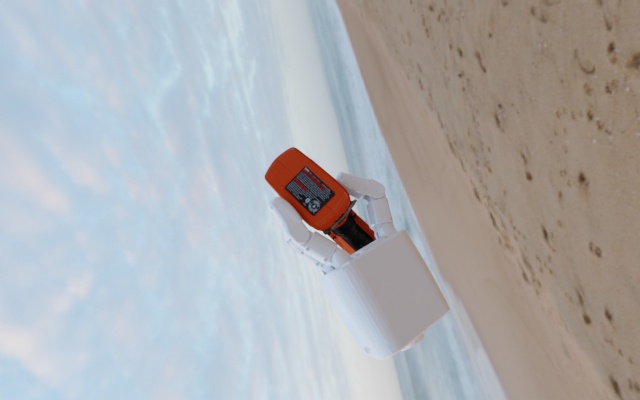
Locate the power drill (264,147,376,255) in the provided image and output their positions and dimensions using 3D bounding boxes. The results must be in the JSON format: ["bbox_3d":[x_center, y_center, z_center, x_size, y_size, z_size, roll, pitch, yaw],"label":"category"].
[{"bbox_3d":[0.000,0.002,0.612,0.184,0.057,0.188,41,-1,25],"label":"power drill"}]
